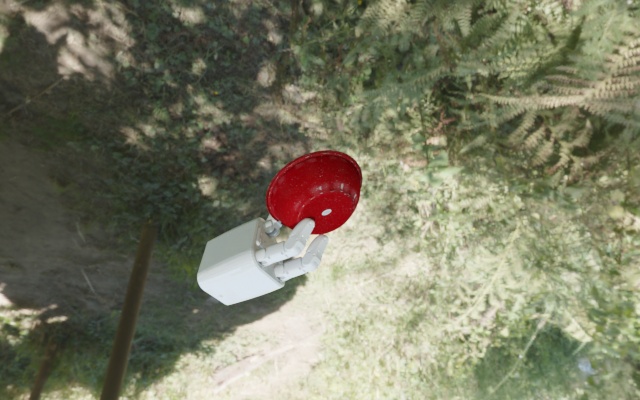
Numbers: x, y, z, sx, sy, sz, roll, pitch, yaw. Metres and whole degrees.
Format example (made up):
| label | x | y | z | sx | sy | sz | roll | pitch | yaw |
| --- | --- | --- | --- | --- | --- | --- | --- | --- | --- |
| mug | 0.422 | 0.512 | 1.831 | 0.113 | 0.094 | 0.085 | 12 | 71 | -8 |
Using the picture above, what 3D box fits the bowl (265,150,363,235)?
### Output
| label | x | y | z | sx | sy | sz | roll | pitch | yaw |
| --- | --- | --- | --- | --- | --- | --- | --- | --- | --- |
| bowl | 0.001 | 0.002 | 0.738 | 0.162 | 0.162 | 0.055 | 0 | 41 | -26 |
